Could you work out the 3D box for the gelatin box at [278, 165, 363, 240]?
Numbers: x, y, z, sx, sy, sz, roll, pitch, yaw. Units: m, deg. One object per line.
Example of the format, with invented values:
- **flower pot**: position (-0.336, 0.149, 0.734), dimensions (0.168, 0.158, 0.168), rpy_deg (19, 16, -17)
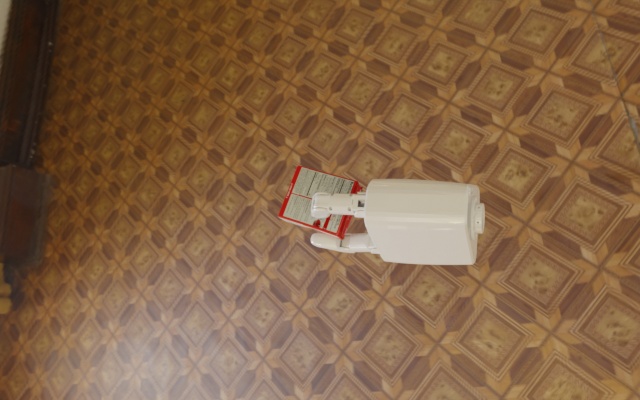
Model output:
- **gelatin box**: position (0.000, 0.002, 0.607), dimensions (0.089, 0.073, 0.030), rpy_deg (16, -9, 23)
